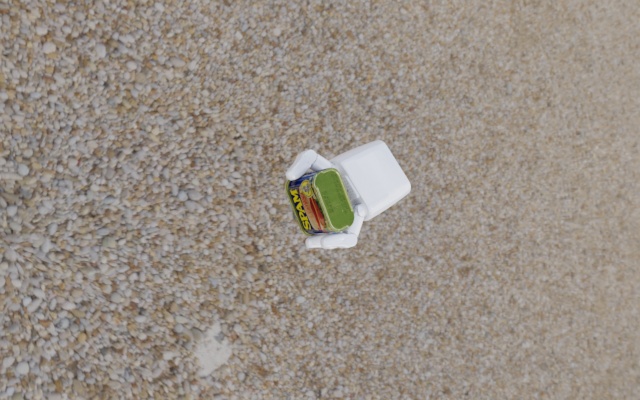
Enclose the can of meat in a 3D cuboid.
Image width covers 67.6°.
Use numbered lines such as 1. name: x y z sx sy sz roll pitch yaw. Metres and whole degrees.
1. can of meat: 0.000 0.002 0.743 0.057 0.102 0.084 -26 10 -32
